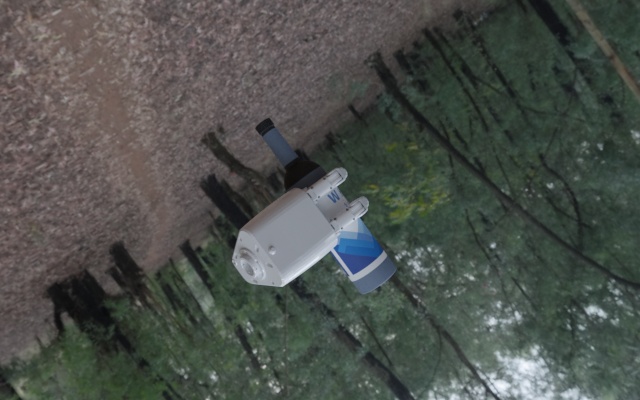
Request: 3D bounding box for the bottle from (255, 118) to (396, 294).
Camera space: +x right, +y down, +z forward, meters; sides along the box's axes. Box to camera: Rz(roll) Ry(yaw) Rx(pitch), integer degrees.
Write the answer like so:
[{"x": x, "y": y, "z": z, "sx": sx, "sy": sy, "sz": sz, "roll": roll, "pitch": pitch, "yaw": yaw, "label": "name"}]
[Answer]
[{"x": 0.000, "y": 0.003, "z": 0.718, "sx": 0.069, "sy": 0.296, "sz": 0.069, "roll": -36, "pitch": 1, "yaw": 0, "label": "bottle"}]
